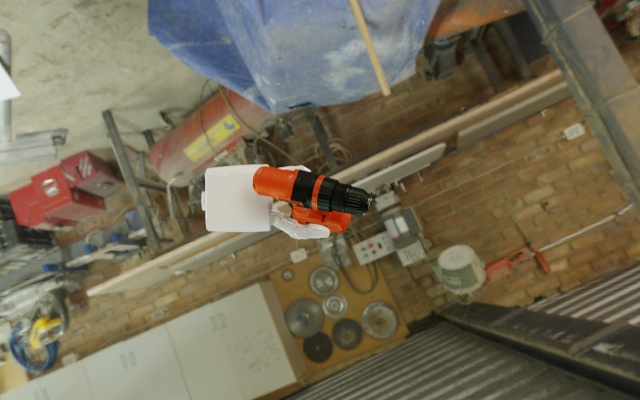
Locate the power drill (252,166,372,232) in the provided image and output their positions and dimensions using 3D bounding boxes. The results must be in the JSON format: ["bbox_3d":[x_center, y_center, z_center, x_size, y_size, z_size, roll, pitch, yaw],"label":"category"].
[{"bbox_3d":[0.000,0.003,0.774,0.184,0.057,0.188,15,-13,15],"label":"power drill"}]
